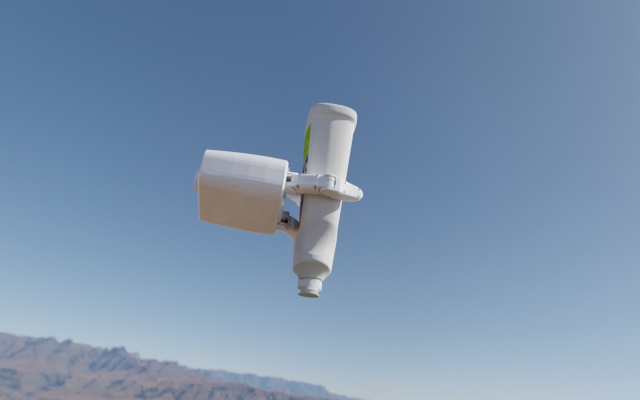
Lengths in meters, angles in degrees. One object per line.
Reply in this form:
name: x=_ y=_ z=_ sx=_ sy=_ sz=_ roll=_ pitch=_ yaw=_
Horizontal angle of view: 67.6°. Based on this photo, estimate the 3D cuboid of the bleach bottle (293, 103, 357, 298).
bleach bottle: x=0.000 y=0.002 z=0.644 sx=0.068 sy=0.250 sz=0.103 roll=9 pitch=-22 yaw=-6
